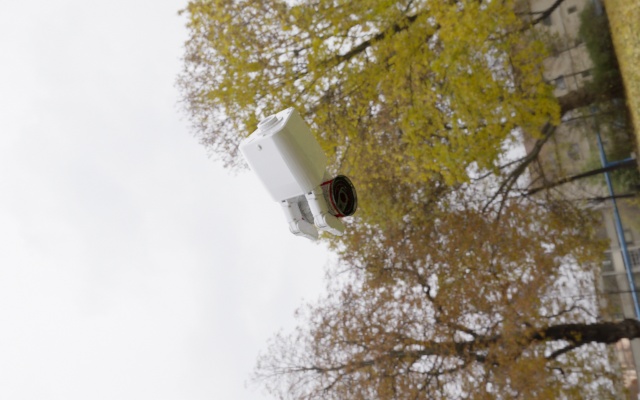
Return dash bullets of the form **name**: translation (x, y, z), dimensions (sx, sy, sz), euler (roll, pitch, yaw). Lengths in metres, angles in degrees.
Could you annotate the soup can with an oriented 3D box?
- **soup can**: translation (0.000, 0.003, 0.785), dimensions (0.102, 0.068, 0.068), euler (-15, -9, 36)
